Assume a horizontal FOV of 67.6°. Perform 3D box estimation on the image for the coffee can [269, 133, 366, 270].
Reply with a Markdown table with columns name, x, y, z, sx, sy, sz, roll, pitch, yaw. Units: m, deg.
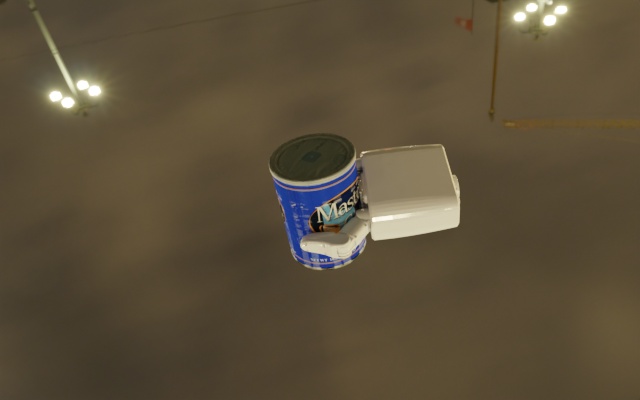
| name | x | y | z | sx | sy | sz | roll | pitch | yaw |
| --- | --- | --- | --- | --- | --- | --- | --- | --- | --- |
| coffee can | 0.000 | 0.002 | 0.598 | 0.103 | 0.140 | 0.102 | -7 | 38 | 5 |
